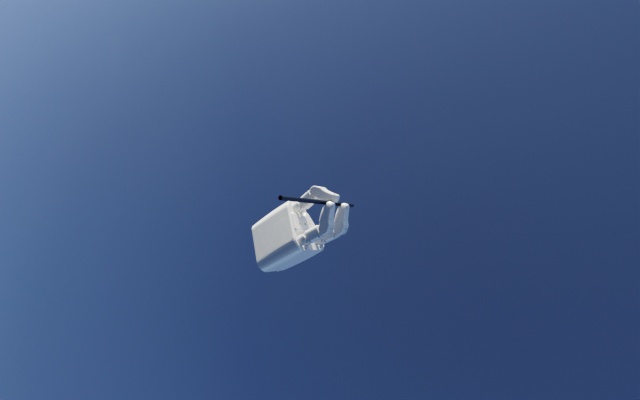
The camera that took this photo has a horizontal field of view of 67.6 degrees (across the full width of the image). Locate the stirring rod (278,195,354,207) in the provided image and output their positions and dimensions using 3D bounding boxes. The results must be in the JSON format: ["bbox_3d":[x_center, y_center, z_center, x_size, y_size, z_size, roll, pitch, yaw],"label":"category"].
[{"bbox_3d":[0.000,0.003,0.850,0.011,0.011,0.239,0,-3,32],"label":"stirring rod"}]
